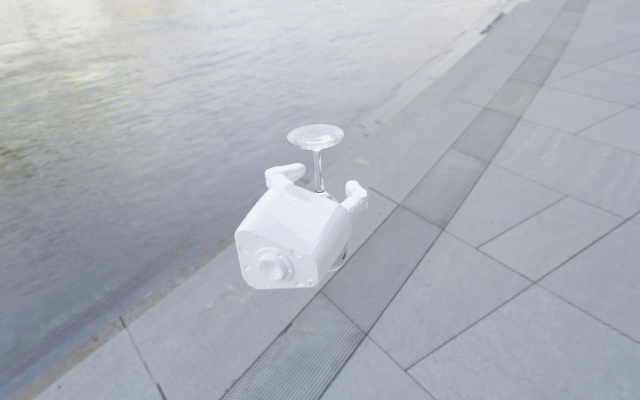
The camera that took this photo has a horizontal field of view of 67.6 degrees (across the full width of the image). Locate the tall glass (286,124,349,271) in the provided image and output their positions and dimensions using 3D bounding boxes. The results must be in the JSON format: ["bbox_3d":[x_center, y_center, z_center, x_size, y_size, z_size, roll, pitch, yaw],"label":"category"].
[{"bbox_3d":[0.000,0.002,0.661,0.079,0.201,0.079,-4,31,2],"label":"tall glass"}]
